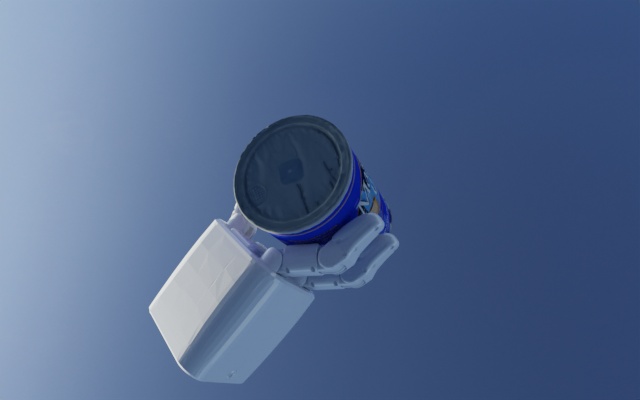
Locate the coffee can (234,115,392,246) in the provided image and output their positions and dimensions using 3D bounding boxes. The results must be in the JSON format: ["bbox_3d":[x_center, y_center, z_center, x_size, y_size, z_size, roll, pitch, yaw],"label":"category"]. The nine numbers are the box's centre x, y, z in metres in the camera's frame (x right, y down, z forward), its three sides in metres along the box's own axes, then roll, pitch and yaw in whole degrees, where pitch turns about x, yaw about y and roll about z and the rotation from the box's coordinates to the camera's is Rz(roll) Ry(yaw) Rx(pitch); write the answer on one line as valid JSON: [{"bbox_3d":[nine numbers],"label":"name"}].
[{"bbox_3d":[0.000,0.001,0.439,0.103,0.102,0.140,0,-21,22],"label":"coffee can"}]
